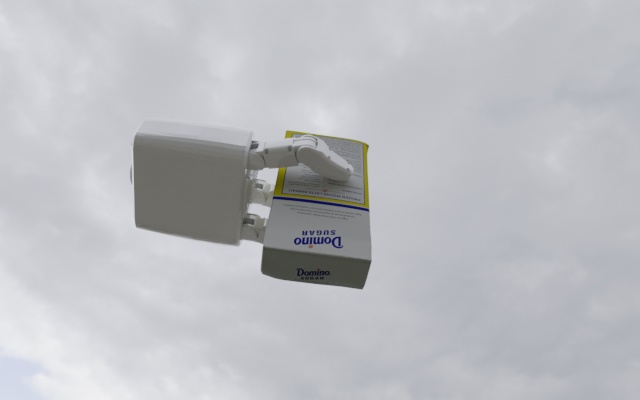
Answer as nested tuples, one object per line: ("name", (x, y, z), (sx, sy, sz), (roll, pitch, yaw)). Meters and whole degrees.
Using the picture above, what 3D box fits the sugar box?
("sugar box", (0.000, 0.002, 0.466), (0.093, 0.048, 0.176), (8, 43, -2))
